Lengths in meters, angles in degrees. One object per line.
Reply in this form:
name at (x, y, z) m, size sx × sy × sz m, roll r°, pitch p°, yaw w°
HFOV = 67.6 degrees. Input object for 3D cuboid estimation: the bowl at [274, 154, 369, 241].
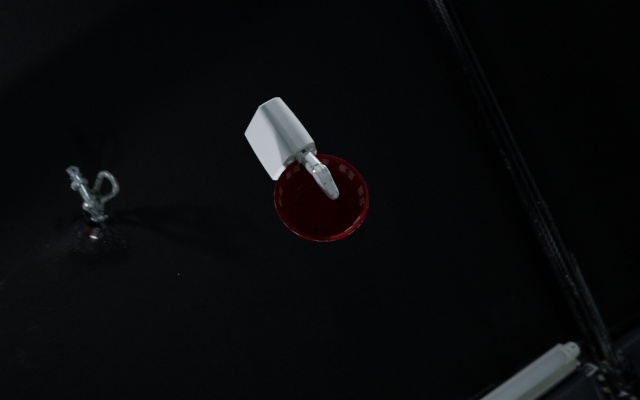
bowl at (0.001, 0.004, 0.829) m, size 0.162 × 0.162 × 0.055 m, roll 0°, pitch -24°, yaw -6°
